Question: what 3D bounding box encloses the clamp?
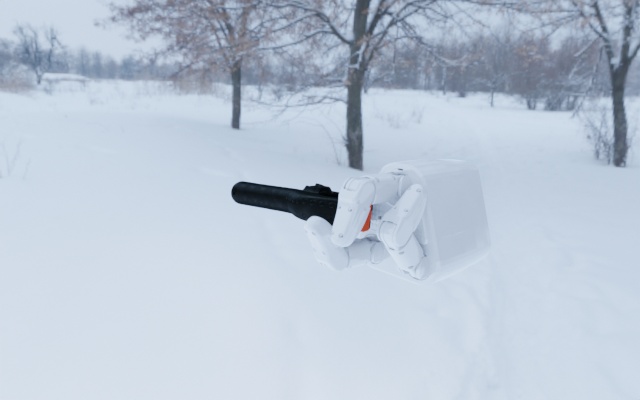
[{"bbox_3d":[0.000,0.001,0.494,0.120,0.039,0.171,-9,17,-42],"label":"clamp"}]
